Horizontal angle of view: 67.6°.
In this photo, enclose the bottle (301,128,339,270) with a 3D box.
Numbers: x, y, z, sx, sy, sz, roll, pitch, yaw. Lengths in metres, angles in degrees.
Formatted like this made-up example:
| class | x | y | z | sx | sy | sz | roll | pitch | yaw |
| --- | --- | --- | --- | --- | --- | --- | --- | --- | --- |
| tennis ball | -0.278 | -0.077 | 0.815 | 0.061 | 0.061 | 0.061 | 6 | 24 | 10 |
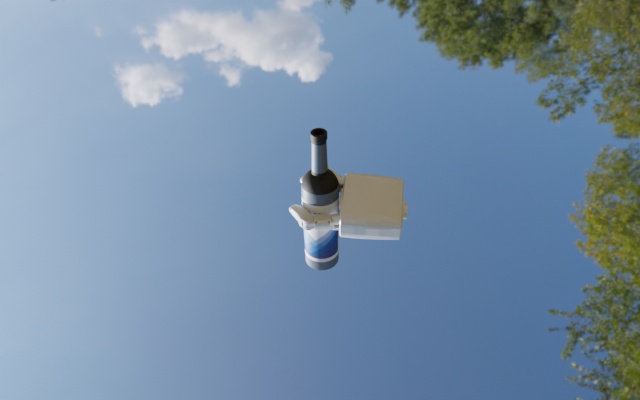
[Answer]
| class | x | y | z | sx | sy | sz | roll | pitch | yaw |
| --- | --- | --- | --- | --- | --- | --- | --- | --- | --- |
| bottle | 0.000 | 0.003 | 0.858 | 0.069 | 0.296 | 0.069 | -1 | 40 | 1 |
